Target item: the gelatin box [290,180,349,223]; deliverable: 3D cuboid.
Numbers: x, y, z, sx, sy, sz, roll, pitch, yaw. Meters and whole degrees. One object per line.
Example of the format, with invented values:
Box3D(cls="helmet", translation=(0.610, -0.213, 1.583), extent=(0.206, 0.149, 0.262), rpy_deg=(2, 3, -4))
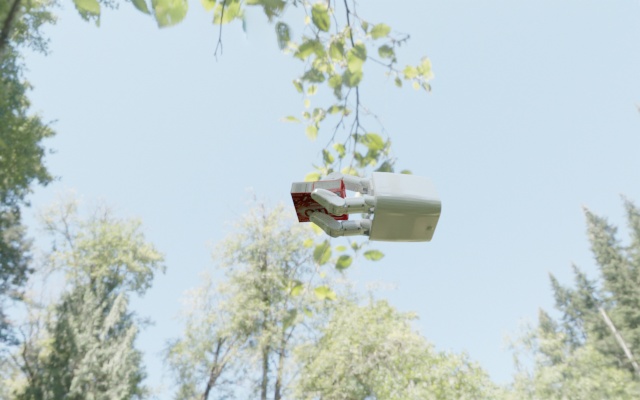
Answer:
Box3D(cls="gelatin box", translation=(0.000, 0.002, 0.800), extent=(0.089, 0.030, 0.073), rpy_deg=(-2, -44, 11))
